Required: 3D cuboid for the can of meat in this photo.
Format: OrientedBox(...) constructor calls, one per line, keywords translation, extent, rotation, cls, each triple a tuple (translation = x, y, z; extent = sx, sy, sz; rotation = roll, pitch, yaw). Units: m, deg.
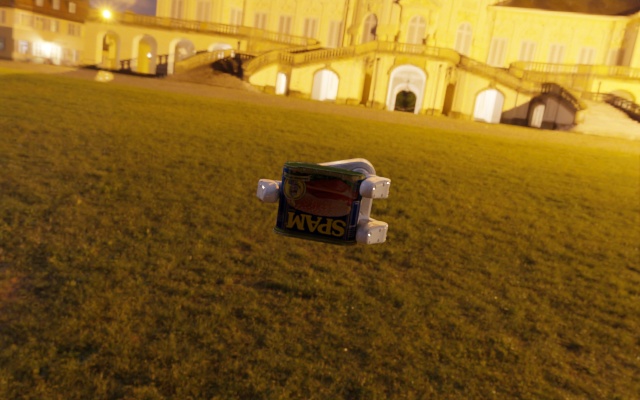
OrientedBox(translation=(0.000, 0.002, 0.569), extent=(0.102, 0.084, 0.057), rotation=(9, 10, 6), cls="can of meat")
